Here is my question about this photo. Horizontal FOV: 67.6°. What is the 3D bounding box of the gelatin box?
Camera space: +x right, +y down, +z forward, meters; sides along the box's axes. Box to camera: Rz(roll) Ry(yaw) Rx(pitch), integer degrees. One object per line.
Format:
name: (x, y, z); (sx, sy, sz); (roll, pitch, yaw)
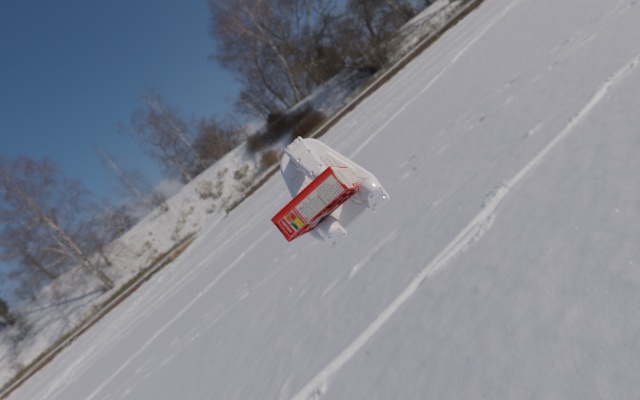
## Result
gelatin box: (0.000, 0.001, 0.455); (0.073, 0.030, 0.089); (-41, -6, 12)
